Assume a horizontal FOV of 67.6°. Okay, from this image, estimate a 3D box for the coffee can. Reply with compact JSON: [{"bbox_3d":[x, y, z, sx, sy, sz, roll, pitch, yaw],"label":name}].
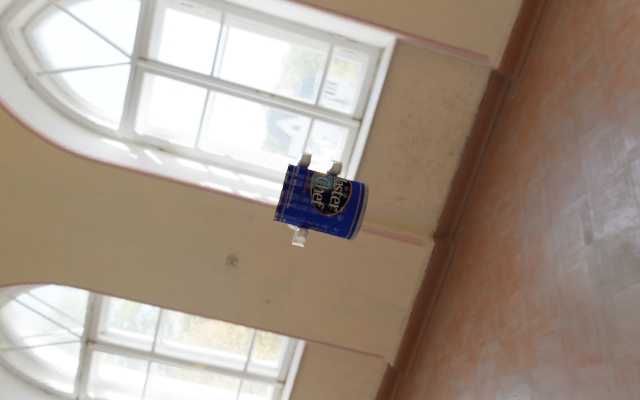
[{"bbox_3d":[0.000,0.003,0.816,0.140,0.103,0.103,15,-2,-5],"label":"coffee can"}]
